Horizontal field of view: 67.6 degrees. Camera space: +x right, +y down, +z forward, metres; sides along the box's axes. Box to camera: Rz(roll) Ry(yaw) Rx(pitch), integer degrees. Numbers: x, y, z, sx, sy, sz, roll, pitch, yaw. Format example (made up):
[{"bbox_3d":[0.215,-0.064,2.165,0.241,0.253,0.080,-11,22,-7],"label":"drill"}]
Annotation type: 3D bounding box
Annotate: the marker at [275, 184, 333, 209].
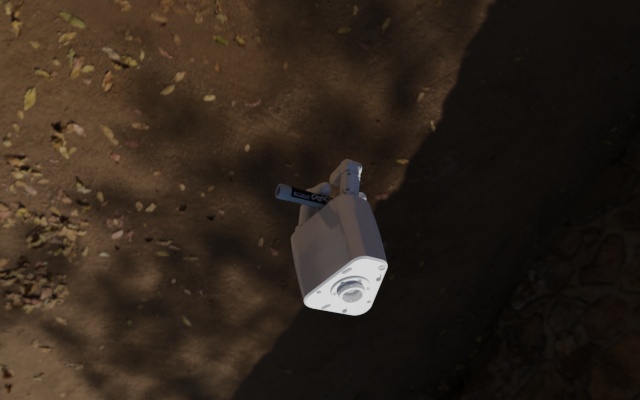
[{"bbox_3d":[0.000,0.002,0.620,0.121,0.020,0.020,15,-6,-24],"label":"marker"}]
